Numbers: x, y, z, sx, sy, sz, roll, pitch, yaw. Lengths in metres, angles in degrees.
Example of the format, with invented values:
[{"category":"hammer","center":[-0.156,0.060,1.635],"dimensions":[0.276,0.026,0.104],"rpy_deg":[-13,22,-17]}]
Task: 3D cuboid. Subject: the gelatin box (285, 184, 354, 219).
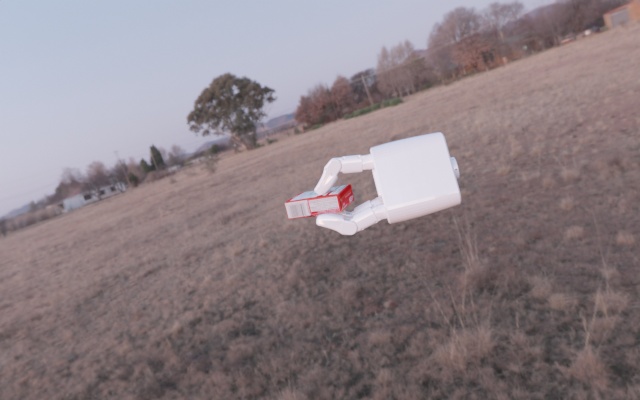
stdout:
[{"category":"gelatin box","center":[0.000,0.002,0.732],"dimensions":[0.089,0.030,0.073],"rpy_deg":[-8,10,19]}]
